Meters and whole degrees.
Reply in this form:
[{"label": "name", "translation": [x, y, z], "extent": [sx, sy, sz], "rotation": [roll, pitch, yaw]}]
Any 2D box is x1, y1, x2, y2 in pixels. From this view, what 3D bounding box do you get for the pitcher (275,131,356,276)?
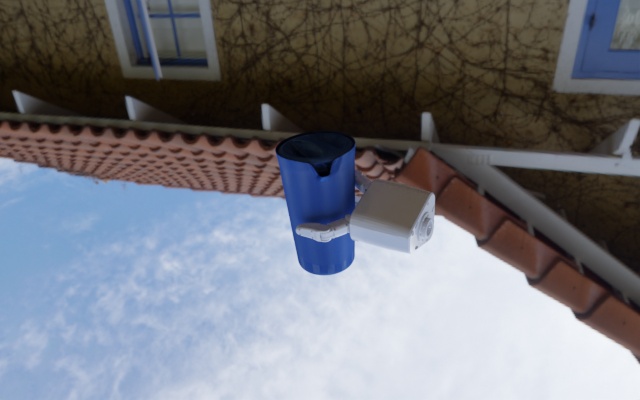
[{"label": "pitcher", "translation": [0.000, 0.003, 0.853], "extent": [0.145, 0.243, 0.149], "rotation": [14, 35, 31]}]
